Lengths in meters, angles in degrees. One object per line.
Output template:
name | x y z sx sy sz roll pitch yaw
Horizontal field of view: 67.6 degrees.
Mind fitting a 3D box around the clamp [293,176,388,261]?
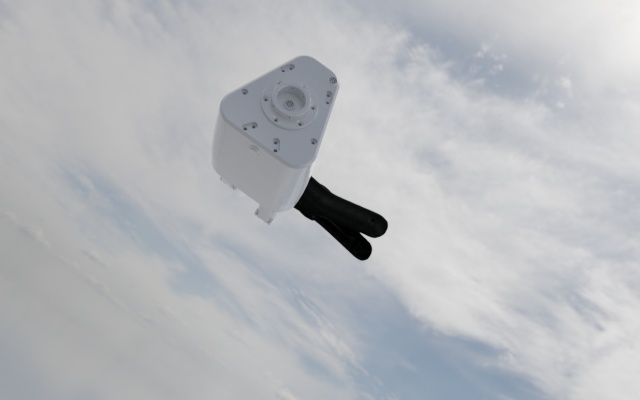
clamp | 0.000 0.001 0.522 0.171 0.039 0.120 36 -24 0
